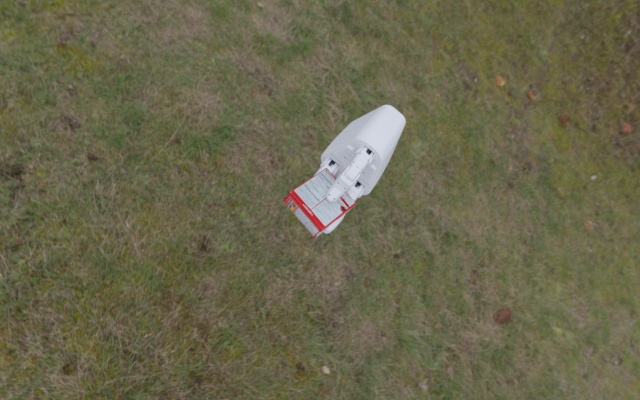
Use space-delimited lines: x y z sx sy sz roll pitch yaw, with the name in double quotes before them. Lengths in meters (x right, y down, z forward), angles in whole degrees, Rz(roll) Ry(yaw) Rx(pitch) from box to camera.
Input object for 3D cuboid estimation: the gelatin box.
"gelatin box" 0.000 0.002 0.709 0.089 0.073 0.030 -36 -6 -41
